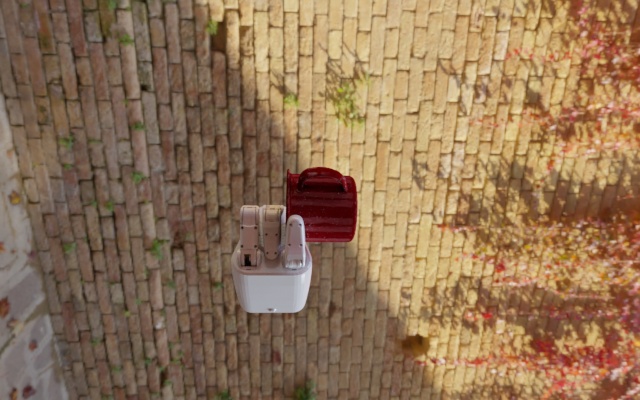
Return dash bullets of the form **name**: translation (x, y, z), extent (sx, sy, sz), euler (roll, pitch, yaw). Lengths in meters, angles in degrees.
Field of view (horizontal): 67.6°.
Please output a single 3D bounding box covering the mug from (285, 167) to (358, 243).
- **mug**: translation (0.000, 0.001, 0.567), extent (0.081, 0.093, 0.117), euler (1, -40, -5)
